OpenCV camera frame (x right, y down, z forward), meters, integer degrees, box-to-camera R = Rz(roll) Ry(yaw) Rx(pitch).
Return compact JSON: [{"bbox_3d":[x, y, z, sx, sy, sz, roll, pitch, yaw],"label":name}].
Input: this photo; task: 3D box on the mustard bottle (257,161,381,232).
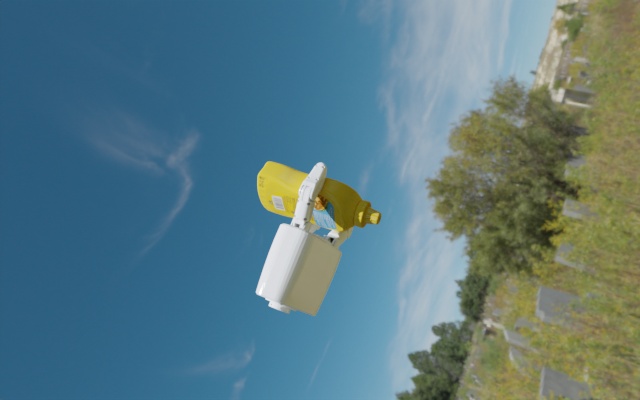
[{"bbox_3d":[0.000,0.002,0.730,0.191,0.058,0.096,16,-37,21],"label":"mustard bottle"}]
